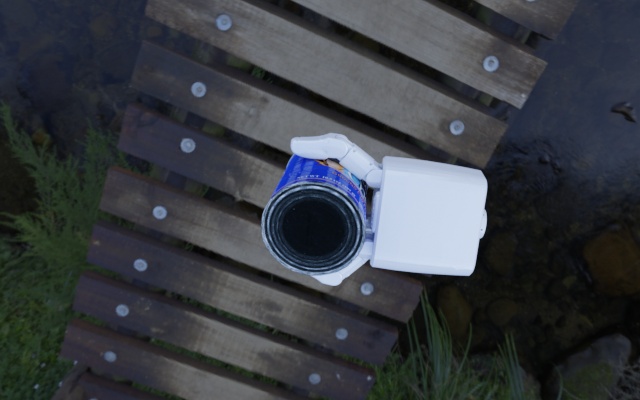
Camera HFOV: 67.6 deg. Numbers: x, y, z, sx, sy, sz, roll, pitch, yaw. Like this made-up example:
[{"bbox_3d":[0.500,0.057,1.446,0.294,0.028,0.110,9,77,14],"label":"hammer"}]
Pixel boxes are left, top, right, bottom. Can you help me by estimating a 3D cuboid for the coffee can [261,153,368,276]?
[{"bbox_3d":[0.000,0.002,0.523,0.103,0.103,0.140,0,23,7],"label":"coffee can"}]
